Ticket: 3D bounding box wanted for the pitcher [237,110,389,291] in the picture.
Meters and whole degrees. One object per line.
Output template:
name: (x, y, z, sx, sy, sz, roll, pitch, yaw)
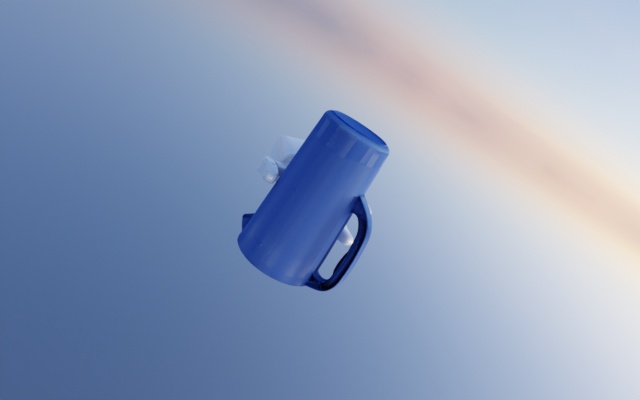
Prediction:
pitcher: (0.000, 0.002, 0.695, 0.149, 0.243, 0.145, 26, 18, -22)
